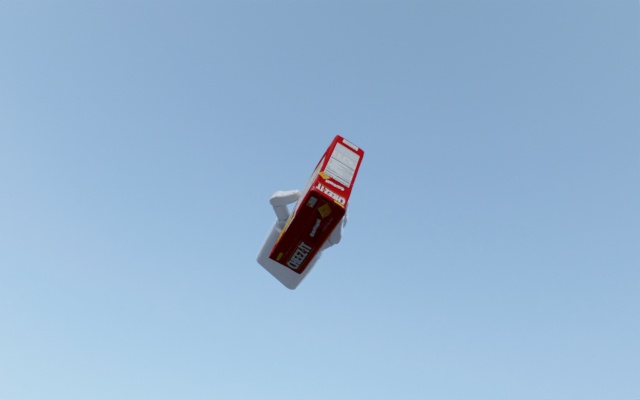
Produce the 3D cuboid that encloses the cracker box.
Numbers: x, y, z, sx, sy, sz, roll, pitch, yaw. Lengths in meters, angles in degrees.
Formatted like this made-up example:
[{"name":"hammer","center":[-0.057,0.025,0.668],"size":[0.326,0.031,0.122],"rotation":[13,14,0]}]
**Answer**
[{"name":"cracker box","center":[0.000,0.003,0.847],"size":[0.072,0.164,0.213],"rotation":[30,34,-5]}]
